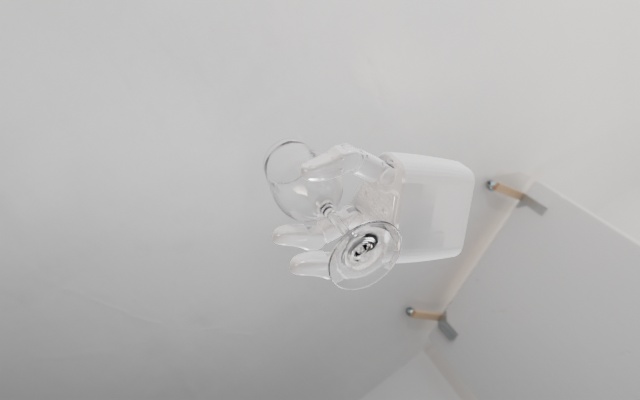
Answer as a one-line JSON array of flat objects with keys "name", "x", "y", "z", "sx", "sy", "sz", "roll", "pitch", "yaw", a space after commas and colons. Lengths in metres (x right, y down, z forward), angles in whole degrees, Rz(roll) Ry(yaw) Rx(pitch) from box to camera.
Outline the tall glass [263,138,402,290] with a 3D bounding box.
[{"name": "tall glass", "x": 0.000, "y": 0.002, "z": 0.498, "sx": 0.079, "sy": 0.079, "sz": 0.201, "roll": 0, "pitch": 29, "yaw": -28}]
